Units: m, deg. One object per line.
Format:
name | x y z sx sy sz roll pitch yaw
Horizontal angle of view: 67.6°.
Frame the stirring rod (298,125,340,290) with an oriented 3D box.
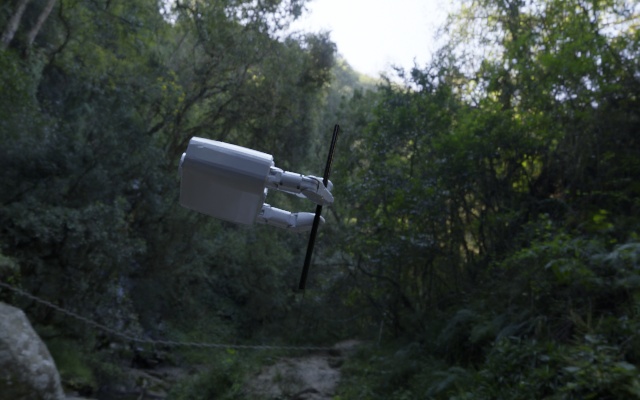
stirring rod | 0.000 0.002 0.648 0.011 0.239 0.011 11 -21 4
